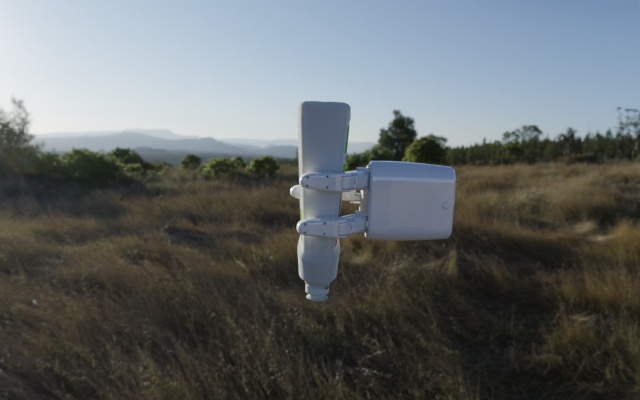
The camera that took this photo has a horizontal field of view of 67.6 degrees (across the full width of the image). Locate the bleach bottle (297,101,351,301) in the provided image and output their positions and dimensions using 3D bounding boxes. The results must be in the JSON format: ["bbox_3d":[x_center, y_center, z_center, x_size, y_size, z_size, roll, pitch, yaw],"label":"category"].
[{"bbox_3d":[0.000,0.002,0.617,0.068,0.251,0.102,2,9,1],"label":"bleach bottle"}]
